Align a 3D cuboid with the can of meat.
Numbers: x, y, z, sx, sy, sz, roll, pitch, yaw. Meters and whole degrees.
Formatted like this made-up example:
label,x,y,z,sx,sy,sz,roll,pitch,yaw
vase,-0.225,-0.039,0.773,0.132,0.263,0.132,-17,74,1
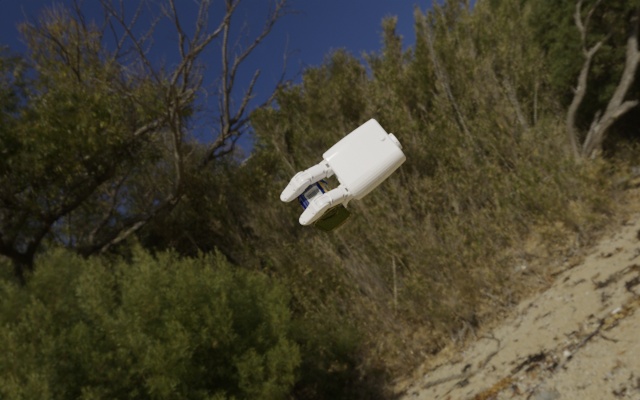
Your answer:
label,x,y,z,sx,sy,sz,roll,pitch,yaw
can of meat,0.000,0.003,0.834,0.057,0.084,0.102,-39,-21,8
